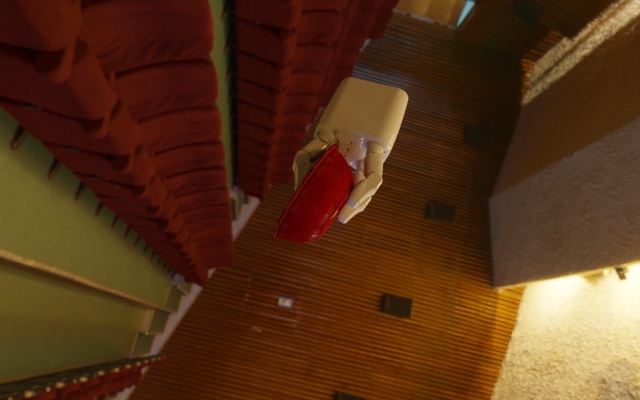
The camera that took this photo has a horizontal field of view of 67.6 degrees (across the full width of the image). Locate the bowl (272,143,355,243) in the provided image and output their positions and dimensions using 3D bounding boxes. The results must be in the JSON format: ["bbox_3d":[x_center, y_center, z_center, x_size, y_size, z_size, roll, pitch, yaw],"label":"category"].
[{"bbox_3d":[0.000,0.003,0.663,0.055,0.162,0.162,34,3,5],"label":"bowl"}]
